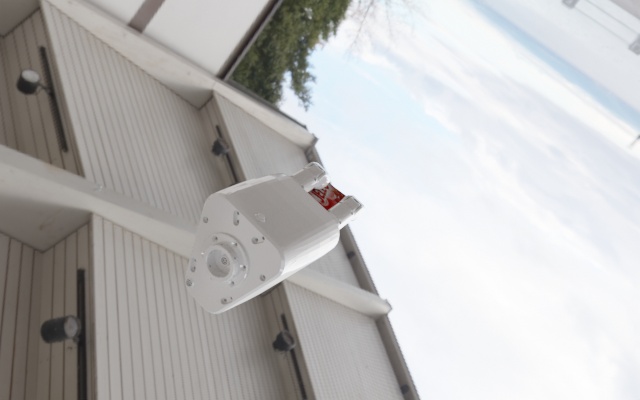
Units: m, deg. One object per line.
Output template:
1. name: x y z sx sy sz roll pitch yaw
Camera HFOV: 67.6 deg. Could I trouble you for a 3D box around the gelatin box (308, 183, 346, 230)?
1. gelatin box: 0.000 0.002 0.573 0.073 0.030 0.089 37 20 0
